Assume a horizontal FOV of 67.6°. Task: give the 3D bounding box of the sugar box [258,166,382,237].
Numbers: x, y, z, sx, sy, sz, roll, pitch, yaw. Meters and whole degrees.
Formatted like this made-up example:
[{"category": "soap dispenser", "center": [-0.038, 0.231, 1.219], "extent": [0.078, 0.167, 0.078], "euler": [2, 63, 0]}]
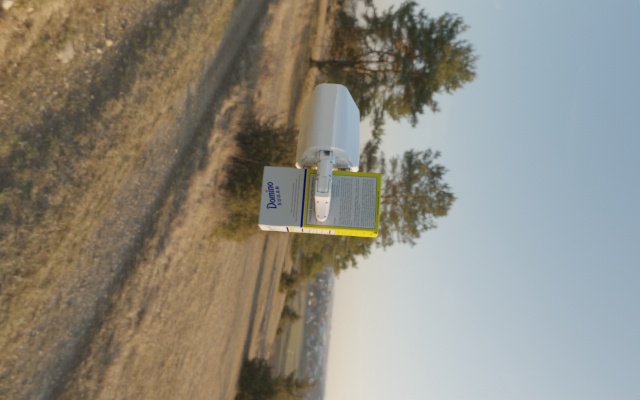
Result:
[{"category": "sugar box", "center": [0.000, 0.002, 0.714], "extent": [0.176, 0.093, 0.048], "euler": [4, -14, 4]}]
